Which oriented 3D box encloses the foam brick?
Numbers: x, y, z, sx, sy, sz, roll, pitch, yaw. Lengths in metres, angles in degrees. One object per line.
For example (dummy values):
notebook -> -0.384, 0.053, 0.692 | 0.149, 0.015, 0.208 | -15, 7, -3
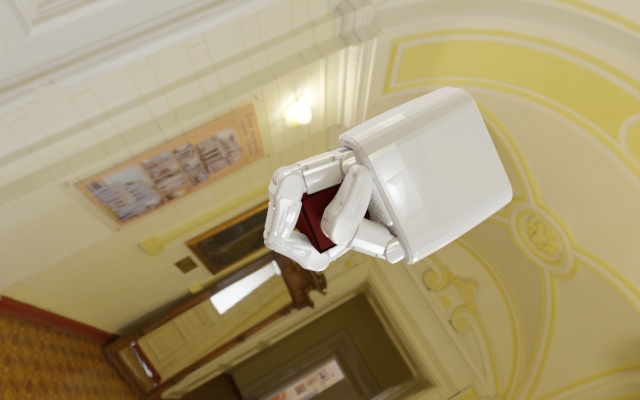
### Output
foam brick -> 0.000, 0.001, 0.416 | 0.051, 0.053, 0.078 | -28, 25, -11
